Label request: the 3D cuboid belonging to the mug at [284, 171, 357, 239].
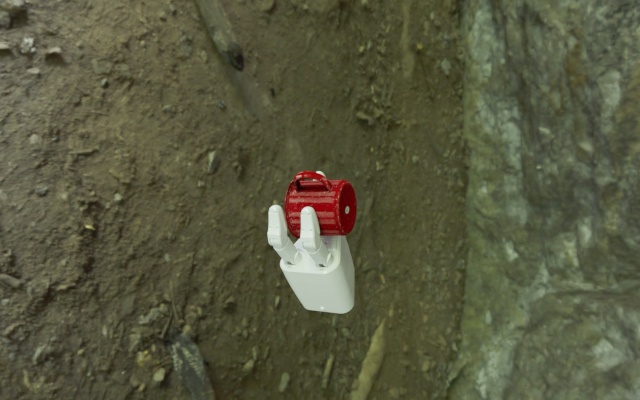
[{"bbox_3d":[0.000,0.001,0.701,0.081,0.117,0.093,-1,43,24],"label":"mug"}]
